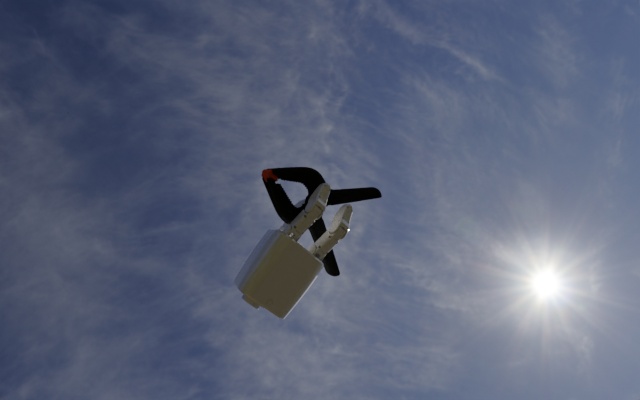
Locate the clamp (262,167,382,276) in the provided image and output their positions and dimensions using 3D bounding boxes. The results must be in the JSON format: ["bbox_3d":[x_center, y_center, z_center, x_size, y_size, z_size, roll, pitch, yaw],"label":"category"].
[{"bbox_3d":[-0.001,0.002,0.760,0.210,0.164,0.036,42,-14,-27],"label":"clamp"}]
